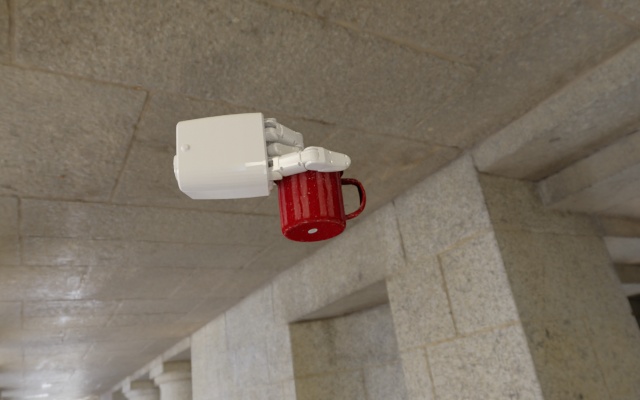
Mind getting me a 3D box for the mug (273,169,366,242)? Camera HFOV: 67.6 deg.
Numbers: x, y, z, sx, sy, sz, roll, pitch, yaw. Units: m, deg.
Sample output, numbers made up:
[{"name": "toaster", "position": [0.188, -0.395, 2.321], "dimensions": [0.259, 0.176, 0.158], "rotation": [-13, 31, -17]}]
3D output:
[{"name": "mug", "position": [0.002, 0.002, 0.609], "dimensions": [0.117, 0.081, 0.093], "rotation": [-5, -23, -4]}]
